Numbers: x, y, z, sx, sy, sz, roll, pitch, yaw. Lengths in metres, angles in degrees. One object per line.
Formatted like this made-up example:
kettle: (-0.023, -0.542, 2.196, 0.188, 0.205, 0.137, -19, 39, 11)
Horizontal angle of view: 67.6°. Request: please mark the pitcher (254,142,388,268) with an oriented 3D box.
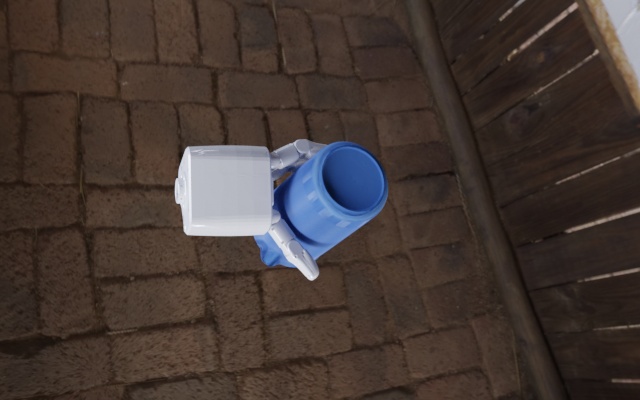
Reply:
pitcher: (0.000, 0.002, 0.699, 0.145, 0.149, 0.243, -1, -18, -24)
